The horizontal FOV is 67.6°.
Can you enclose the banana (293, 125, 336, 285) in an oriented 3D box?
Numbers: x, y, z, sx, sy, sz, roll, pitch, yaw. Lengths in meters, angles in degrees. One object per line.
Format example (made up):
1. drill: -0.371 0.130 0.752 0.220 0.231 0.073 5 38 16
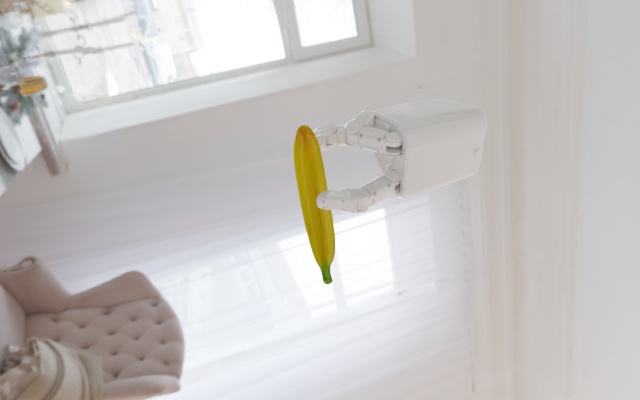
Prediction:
1. banana: -0.004 0.001 0.593 0.037 0.198 0.069 -14 17 -12
